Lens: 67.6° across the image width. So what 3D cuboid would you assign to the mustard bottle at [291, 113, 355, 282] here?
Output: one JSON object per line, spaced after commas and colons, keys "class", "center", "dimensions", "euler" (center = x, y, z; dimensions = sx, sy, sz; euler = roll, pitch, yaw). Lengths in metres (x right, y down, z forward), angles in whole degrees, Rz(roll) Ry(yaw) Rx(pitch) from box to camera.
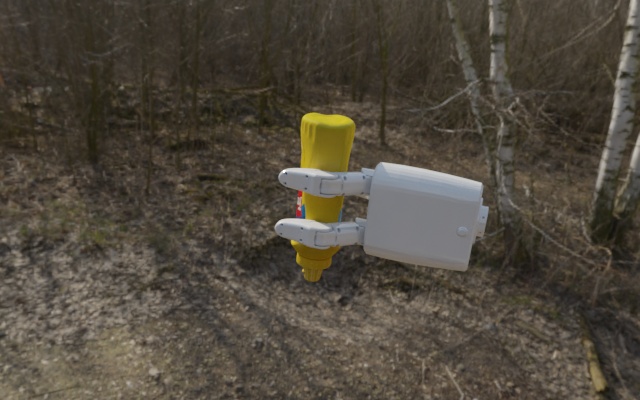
{"class": "mustard bottle", "center": [0.000, 0.001, 0.540], "dimensions": [0.058, 0.192, 0.096], "euler": [4, 17, -7]}
